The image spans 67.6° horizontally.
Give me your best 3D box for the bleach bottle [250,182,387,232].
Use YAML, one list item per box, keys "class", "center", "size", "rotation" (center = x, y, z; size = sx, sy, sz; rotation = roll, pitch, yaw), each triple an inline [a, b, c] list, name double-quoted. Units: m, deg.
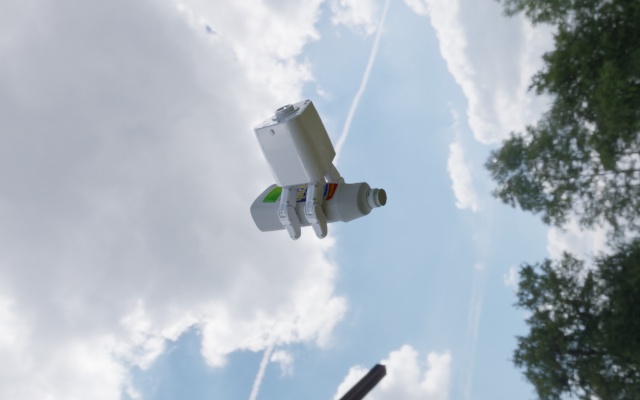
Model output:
- class: "bleach bottle"
  center: [0.000, 0.003, 0.818]
  size: [0.251, 0.068, 0.102]
  rotation: [-7, 27, 37]
